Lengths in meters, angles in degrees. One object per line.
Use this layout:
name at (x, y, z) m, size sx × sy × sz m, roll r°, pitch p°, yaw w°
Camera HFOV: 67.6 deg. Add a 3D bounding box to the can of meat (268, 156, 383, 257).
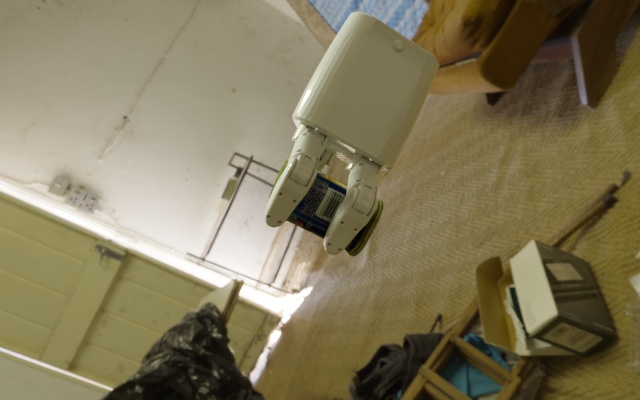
can of meat at (0.000, 0.001, 0.449) m, size 0.084 × 0.057 × 0.102 m, roll 28°, pitch 4°, yaw -14°
